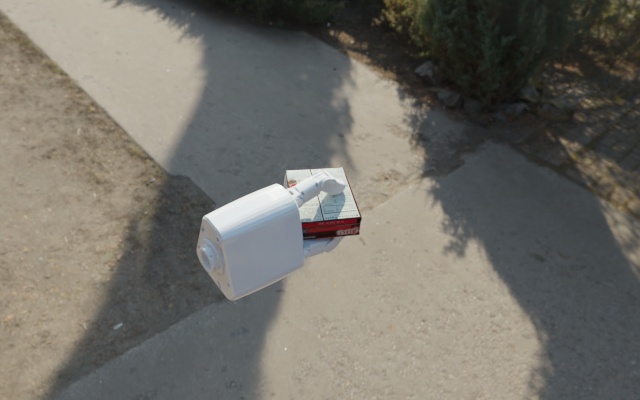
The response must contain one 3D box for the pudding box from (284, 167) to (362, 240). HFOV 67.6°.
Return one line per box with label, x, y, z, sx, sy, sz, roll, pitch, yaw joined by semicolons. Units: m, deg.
pudding box;0.000;0.002;0.660;0.090;0.039;0.113;-4;44;-11
